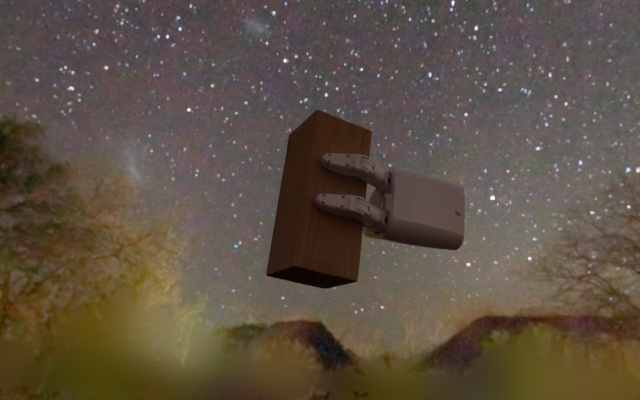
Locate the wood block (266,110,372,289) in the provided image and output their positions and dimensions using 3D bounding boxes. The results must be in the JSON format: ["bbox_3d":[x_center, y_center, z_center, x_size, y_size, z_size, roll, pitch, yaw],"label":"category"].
[{"bbox_3d":[0.000,0.002,0.629,0.090,0.206,0.091,17,-23,-23],"label":"wood block"}]
